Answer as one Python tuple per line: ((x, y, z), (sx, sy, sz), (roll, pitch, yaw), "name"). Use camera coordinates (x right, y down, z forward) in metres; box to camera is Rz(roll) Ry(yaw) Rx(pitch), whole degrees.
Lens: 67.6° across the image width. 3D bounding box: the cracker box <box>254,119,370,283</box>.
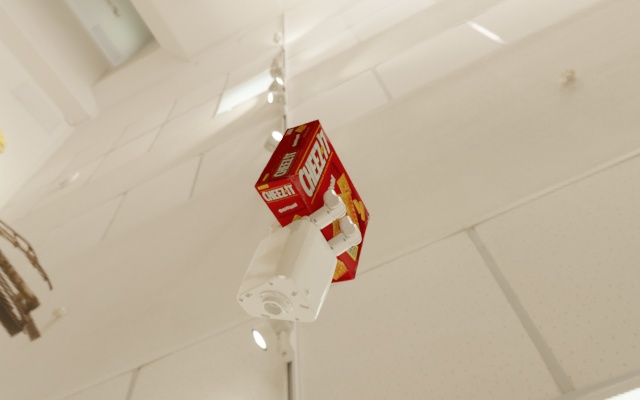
((0.000, 0.003, 0.771), (0.072, 0.214, 0.164), (-14, 33, 27), "cracker box")
